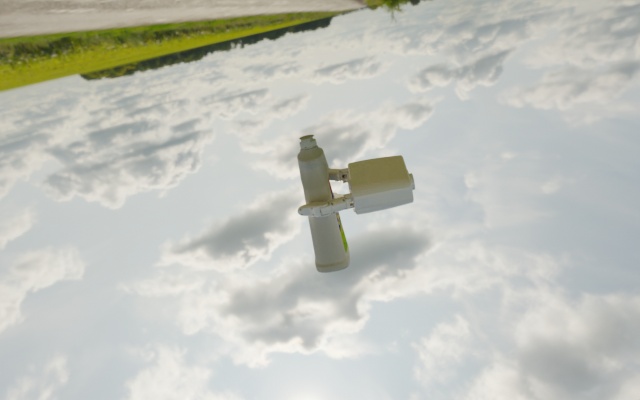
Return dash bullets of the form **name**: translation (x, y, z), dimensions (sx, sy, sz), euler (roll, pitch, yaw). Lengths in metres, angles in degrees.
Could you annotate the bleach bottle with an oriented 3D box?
- **bleach bottle**: translation (0.000, 0.003, 0.898), dimensions (0.068, 0.251, 0.102), euler (-10, 20, 6)
